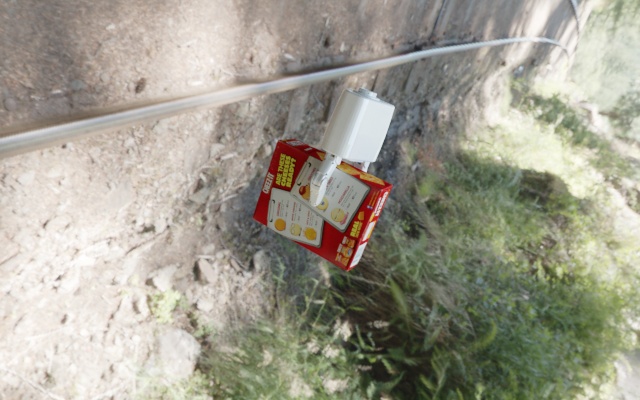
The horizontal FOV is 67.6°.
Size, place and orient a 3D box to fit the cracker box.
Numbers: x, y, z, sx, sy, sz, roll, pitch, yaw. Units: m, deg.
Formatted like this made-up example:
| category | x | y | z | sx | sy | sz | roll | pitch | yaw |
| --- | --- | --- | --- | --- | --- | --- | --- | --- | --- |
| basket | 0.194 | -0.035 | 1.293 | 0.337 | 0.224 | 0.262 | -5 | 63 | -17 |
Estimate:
| category | x | y | z | sx | sy | sz | roll | pitch | yaw |
| --- | --- | --- | --- | --- | --- | --- | --- | --- | --- |
| cracker box | 0.000 | 0.003 | 0.871 | 0.213 | 0.164 | 0.072 | 27 | 19 | 19 |
